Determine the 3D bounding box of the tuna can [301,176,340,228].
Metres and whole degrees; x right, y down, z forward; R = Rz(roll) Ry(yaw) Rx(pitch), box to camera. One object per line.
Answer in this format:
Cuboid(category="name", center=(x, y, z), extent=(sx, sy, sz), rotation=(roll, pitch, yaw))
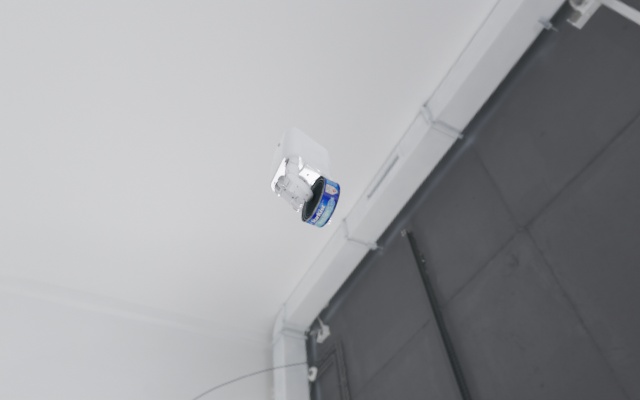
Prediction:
Cuboid(category="tuna can", center=(0.001, 0.003, 0.822), extent=(0.034, 0.086, 0.086), rotation=(23, -7, -16))
